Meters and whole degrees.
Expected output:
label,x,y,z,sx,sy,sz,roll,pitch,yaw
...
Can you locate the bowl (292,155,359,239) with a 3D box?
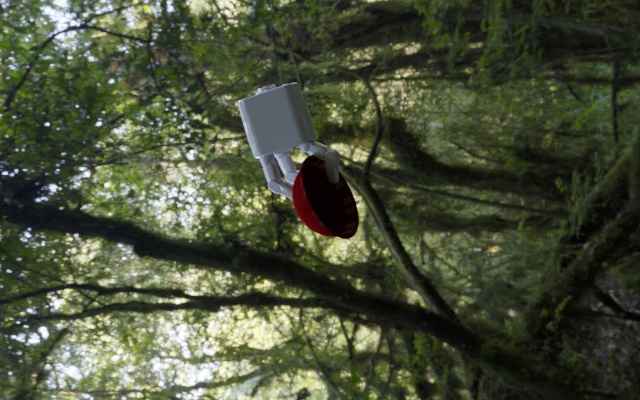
label,x,y,z,sx,sy,sz,roll,pitch,yaw
bowl,0.000,0.004,0.849,0.055,0.162,0.162,-29,-15,29
